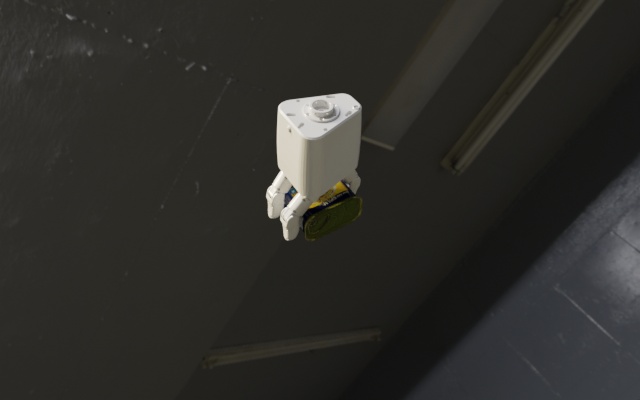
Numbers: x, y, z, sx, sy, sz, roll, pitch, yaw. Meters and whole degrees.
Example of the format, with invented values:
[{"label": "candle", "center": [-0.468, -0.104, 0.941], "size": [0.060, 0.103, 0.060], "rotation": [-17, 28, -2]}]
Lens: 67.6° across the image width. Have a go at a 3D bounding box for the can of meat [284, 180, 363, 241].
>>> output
[{"label": "can of meat", "center": [0.000, 0.002, 0.741], "size": [0.102, 0.057, 0.084], "rotation": [-25, 53, -19]}]
